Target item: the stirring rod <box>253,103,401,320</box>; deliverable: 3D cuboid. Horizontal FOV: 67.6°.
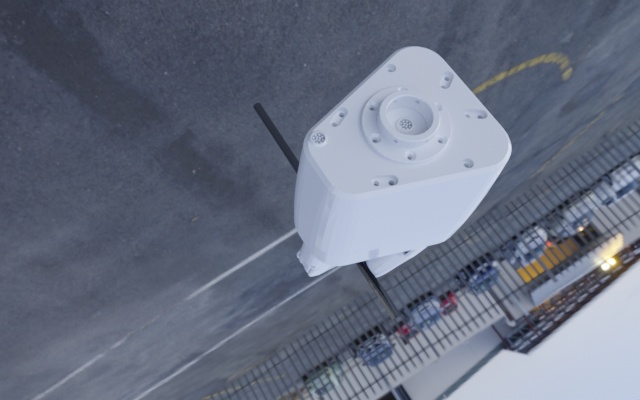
[{"bbox_3d":[0.000,0.001,0.432,0.011,0.239,0.011,-30,-19,-11],"label":"stirring rod"}]
